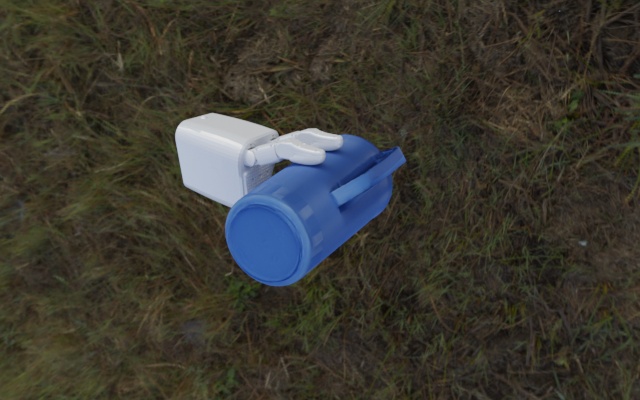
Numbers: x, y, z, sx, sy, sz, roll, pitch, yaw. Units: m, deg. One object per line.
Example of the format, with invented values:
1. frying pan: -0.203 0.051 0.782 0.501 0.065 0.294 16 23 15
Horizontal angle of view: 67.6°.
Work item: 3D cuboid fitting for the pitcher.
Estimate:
1. pitcher: 0.000 0.002 0.597 0.145 0.149 0.242 23 28 18
